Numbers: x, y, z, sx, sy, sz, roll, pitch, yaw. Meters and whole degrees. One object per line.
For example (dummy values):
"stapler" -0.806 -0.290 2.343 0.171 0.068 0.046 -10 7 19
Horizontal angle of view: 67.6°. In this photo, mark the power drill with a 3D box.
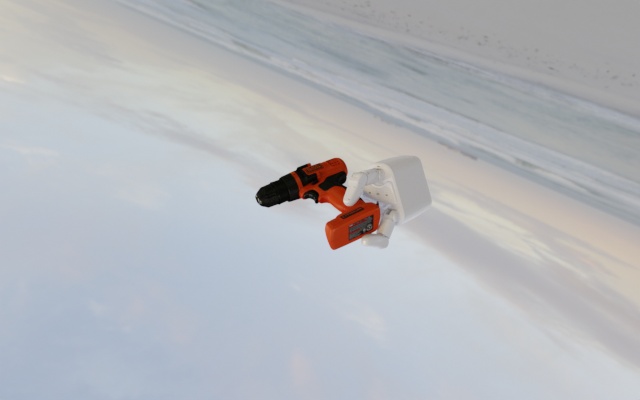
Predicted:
"power drill" 0.001 0.003 0.835 0.184 0.057 0.187 -24 45 -20
